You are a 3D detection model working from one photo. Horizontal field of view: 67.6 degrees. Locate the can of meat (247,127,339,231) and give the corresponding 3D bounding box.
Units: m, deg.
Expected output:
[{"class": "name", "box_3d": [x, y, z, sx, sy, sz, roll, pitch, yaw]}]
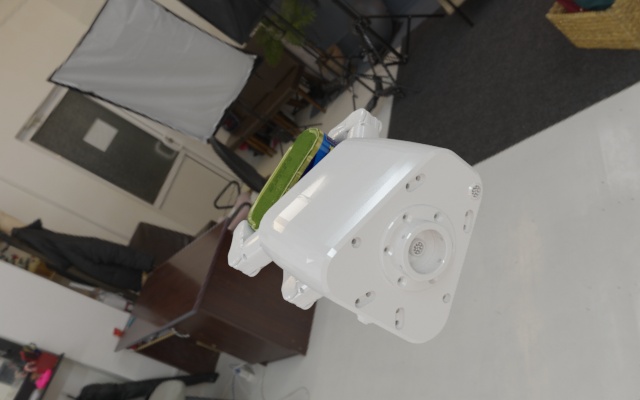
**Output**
[{"class": "can of meat", "box_3d": [0.000, 0.001, 0.403, 0.084, 0.102, 0.057, 33, -3, -24]}]
